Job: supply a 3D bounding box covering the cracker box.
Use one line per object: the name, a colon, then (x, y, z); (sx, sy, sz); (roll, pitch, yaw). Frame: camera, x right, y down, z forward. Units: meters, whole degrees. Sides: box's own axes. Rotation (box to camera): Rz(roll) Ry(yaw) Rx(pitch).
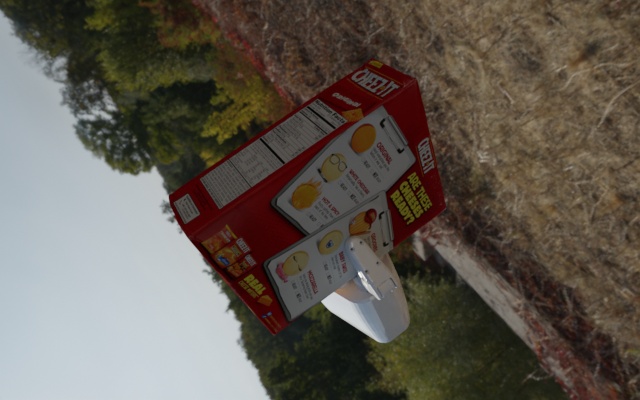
cracker box: (0.000, 0.002, 0.431); (0.213, 0.164, 0.072); (-36, 46, -9)
